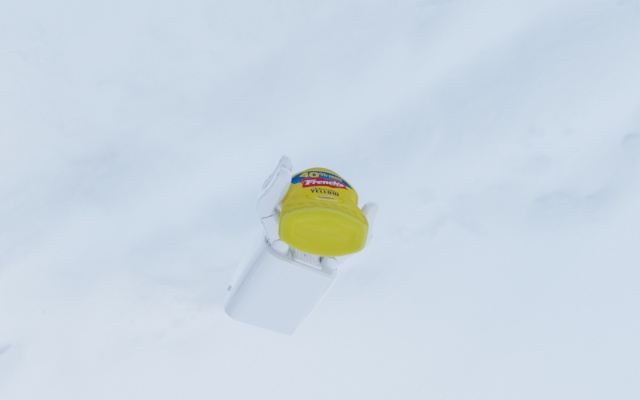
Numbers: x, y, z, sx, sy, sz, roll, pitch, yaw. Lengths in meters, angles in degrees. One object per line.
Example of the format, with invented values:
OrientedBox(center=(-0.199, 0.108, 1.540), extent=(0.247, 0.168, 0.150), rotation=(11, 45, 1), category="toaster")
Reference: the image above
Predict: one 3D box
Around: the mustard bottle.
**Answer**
OrientedBox(center=(0.000, 0.002, 0.587), extent=(0.096, 0.058, 0.191), rotation=(7, 20, -5), category="mustard bottle")
